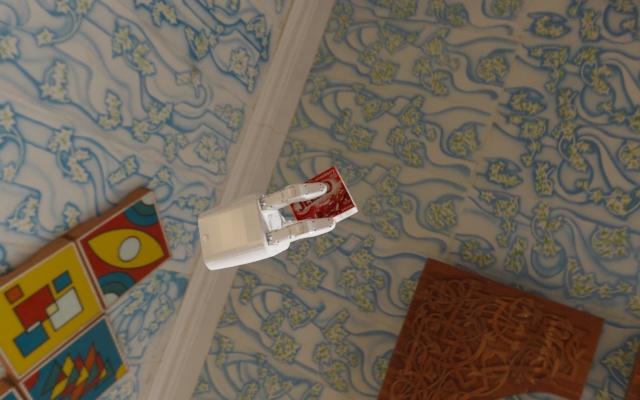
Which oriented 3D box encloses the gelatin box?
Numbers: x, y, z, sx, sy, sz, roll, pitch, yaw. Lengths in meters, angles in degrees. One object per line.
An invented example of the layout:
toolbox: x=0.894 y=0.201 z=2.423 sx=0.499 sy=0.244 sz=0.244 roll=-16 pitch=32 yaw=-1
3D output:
gelatin box: x=0.001 y=0.002 z=0.717 sx=0.089 sy=0.073 sz=0.030 roll=-28 pitch=-20 yaw=5
